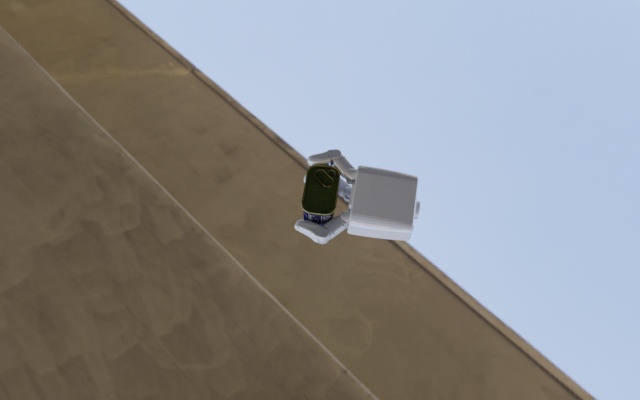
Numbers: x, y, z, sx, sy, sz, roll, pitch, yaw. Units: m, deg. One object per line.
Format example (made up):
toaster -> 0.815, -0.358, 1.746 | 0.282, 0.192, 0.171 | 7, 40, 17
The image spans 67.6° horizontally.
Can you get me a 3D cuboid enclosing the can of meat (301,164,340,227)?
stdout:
can of meat -> 0.000, 0.003, 0.827 | 0.057, 0.102, 0.084 | 7, -34, 3
